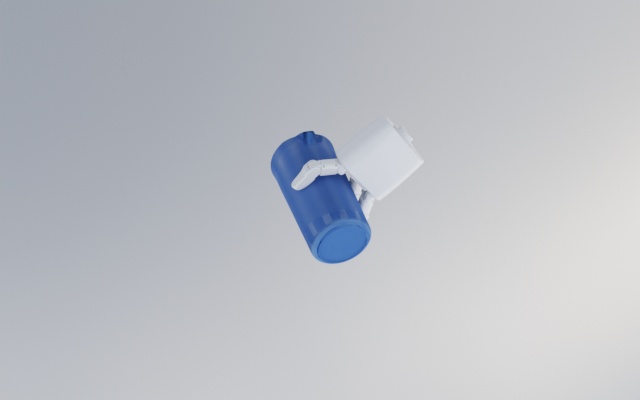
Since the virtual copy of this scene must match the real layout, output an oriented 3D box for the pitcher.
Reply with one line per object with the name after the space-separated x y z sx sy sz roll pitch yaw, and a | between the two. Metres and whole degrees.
0.000 0.003 0.879 0.145 0.242 0.149 -39 -45 15 | pitcher
